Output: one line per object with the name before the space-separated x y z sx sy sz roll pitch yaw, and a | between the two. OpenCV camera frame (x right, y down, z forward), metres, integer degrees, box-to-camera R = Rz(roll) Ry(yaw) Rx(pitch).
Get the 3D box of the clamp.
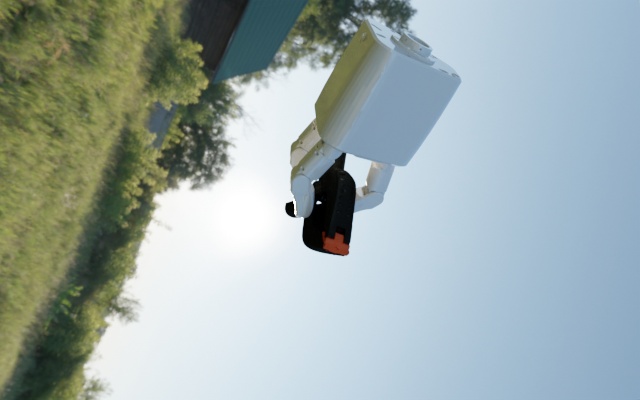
clamp | 0.001 0.002 0.551 0.036 0.165 0.209 20 32 -17
